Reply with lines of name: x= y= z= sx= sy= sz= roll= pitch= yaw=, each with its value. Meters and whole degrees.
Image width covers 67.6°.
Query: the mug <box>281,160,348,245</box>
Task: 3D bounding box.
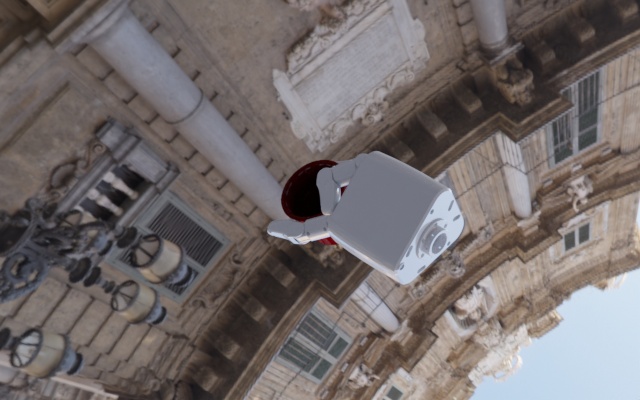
mug: x=-0.001 y=0.002 z=0.642 sx=0.117 sy=0.093 sz=0.081 roll=32 pitch=-12 yaw=42
